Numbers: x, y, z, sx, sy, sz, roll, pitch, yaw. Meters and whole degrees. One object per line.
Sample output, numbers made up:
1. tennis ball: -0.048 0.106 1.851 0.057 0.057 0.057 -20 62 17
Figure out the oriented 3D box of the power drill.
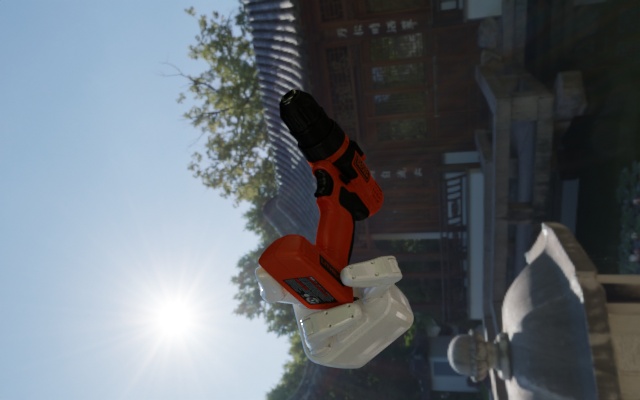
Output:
1. power drill: 0.000 0.002 0.494 0.057 0.187 0.184 -13 -47 35
